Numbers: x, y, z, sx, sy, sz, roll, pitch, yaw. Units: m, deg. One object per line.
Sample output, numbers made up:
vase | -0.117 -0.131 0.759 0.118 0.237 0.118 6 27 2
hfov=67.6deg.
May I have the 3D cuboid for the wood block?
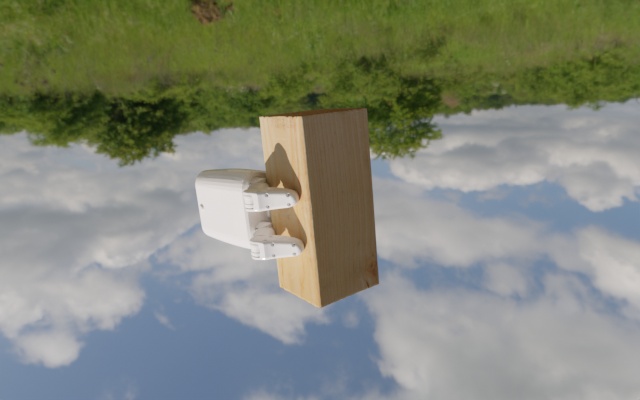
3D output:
wood block | 0.000 0.002 0.550 0.091 0.206 0.090 -15 16 -34
